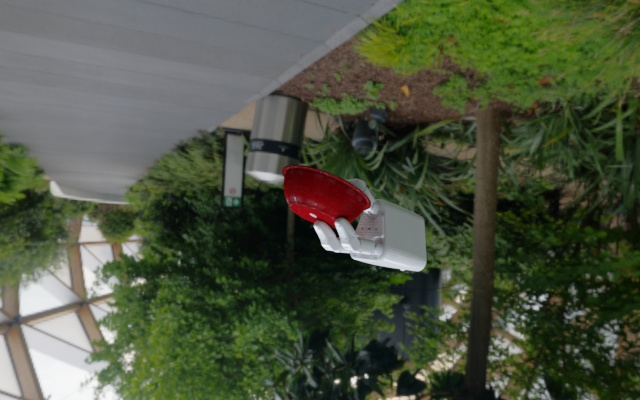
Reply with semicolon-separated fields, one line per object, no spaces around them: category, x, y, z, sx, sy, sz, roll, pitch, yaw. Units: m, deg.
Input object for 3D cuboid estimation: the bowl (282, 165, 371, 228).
bowl;-0.001;0.002;0.799;0.162;0.055;0.162;21;-16;6
